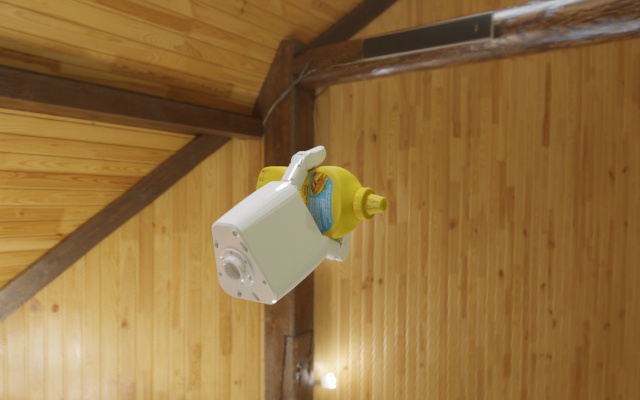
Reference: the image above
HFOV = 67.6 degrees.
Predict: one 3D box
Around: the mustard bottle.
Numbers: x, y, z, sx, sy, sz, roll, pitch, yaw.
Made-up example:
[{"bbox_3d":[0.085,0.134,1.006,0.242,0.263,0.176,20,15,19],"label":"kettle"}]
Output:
[{"bbox_3d":[0.000,0.002,0.640,0.191,0.096,0.058,2,3,36],"label":"mustard bottle"}]
